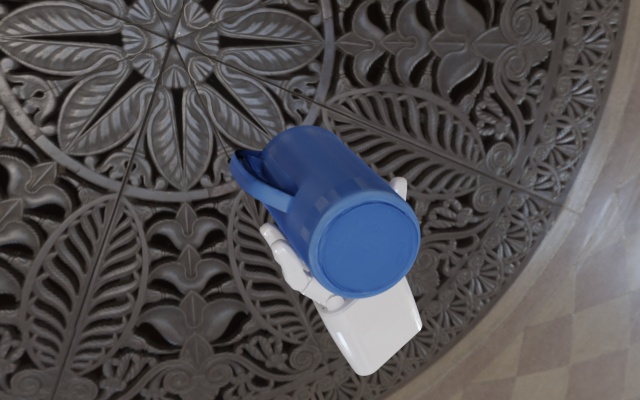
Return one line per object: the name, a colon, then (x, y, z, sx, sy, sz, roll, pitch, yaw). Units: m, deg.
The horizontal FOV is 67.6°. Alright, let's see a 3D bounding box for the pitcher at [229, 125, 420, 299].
pitcher: (0.000, 0.002, 0.525, 0.149, 0.145, 0.242, -26, 24, -6)
